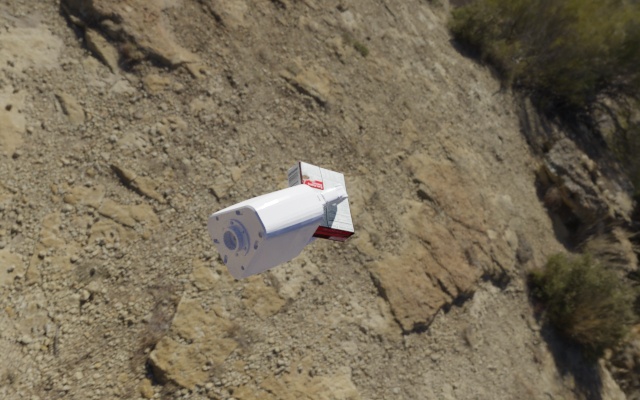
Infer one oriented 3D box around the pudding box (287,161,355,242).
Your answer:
[{"bbox_3d":[0.000,0.002,0.728,0.090,0.113,0.039,14,-35,-35],"label":"pudding box"}]
